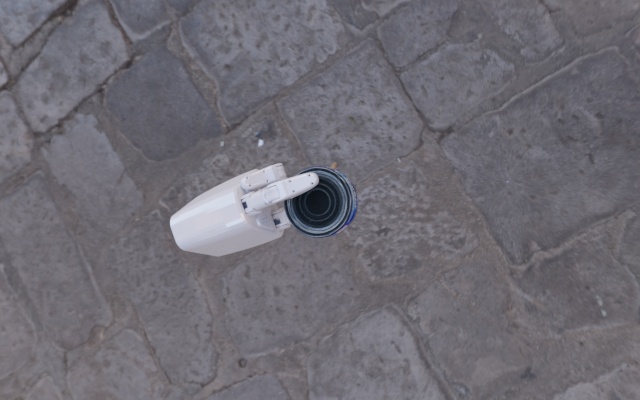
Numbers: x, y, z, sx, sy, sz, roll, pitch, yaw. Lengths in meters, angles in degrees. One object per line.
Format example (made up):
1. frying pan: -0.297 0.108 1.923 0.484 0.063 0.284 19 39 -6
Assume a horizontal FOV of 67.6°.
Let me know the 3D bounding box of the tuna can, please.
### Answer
1. tuna can: 0.000 0.002 0.572 0.086 0.086 0.034 0 0 16
